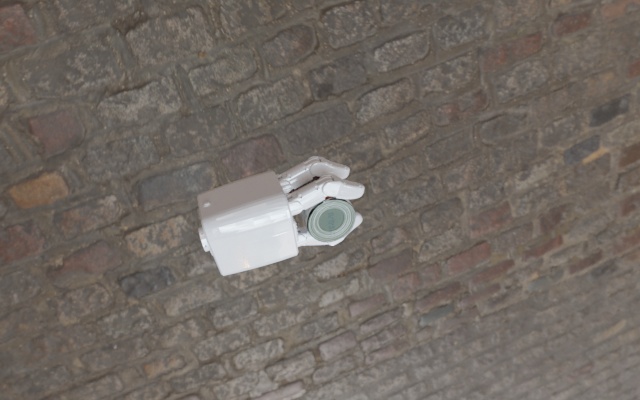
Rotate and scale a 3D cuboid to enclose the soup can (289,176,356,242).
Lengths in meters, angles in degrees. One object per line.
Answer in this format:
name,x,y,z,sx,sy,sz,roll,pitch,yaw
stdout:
soup can,0.001,0.002,0.652,0.068,0.068,0.102,0,29,-19
